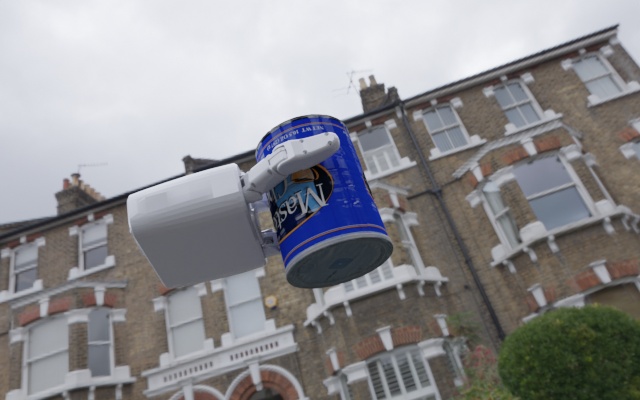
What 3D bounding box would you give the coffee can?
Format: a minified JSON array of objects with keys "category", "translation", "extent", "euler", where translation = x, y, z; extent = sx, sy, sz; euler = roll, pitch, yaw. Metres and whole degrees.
[{"category":"coffee can","translation":[0.000,0.002,0.471],"extent":[0.103,0.140,0.103],"euler":[-14,-29,-8]}]
